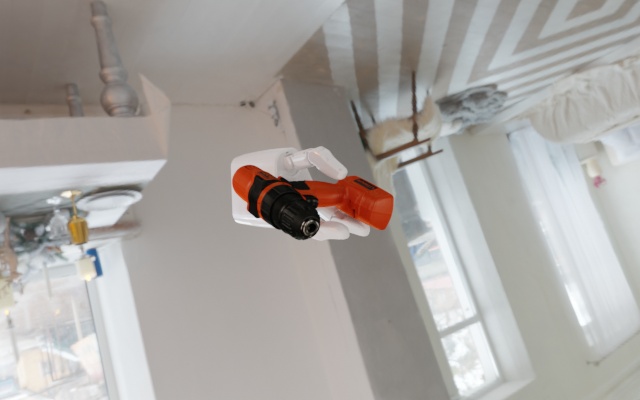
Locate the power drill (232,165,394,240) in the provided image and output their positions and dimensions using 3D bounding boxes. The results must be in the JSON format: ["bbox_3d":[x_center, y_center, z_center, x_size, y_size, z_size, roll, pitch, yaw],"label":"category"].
[{"bbox_3d":[0.000,0.002,0.609,0.187,0.057,0.184,5,18,-34],"label":"power drill"}]
